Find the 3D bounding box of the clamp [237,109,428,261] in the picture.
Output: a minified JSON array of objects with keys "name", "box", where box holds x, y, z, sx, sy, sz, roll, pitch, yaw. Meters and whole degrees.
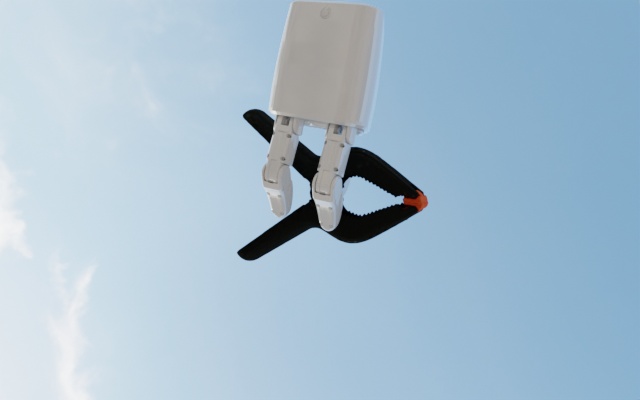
[{"name":"clamp","box":[0.001,0.001,0.487,0.210,0.164,0.036,13,10,24]}]
